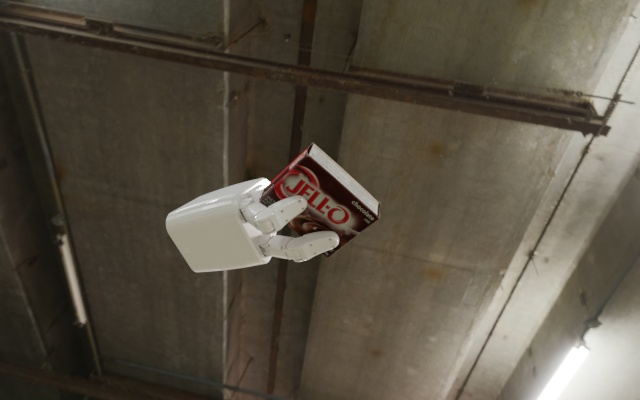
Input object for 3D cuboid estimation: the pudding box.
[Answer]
[{"bbox_3d":[0.000,0.002,0.555,0.090,0.113,0.039,-41,18,32],"label":"pudding box"}]
